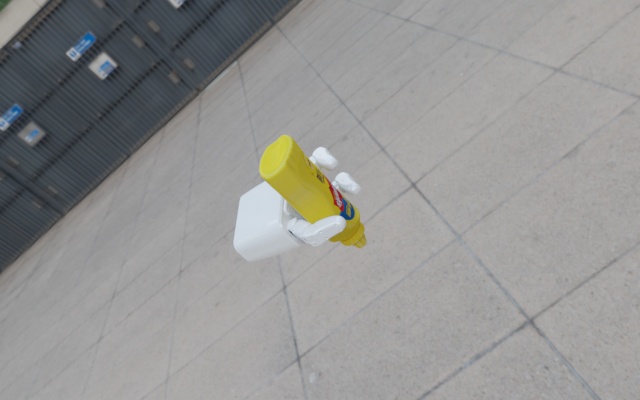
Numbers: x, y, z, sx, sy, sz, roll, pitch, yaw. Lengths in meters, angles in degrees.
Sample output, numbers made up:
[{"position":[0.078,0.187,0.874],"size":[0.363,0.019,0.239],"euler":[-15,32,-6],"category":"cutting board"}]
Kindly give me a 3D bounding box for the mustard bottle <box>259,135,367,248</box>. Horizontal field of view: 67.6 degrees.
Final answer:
[{"position":[0.000,0.002,0.651],"size":[0.058,0.192,0.096],"euler":[-37,27,14],"category":"mustard bottle"}]
